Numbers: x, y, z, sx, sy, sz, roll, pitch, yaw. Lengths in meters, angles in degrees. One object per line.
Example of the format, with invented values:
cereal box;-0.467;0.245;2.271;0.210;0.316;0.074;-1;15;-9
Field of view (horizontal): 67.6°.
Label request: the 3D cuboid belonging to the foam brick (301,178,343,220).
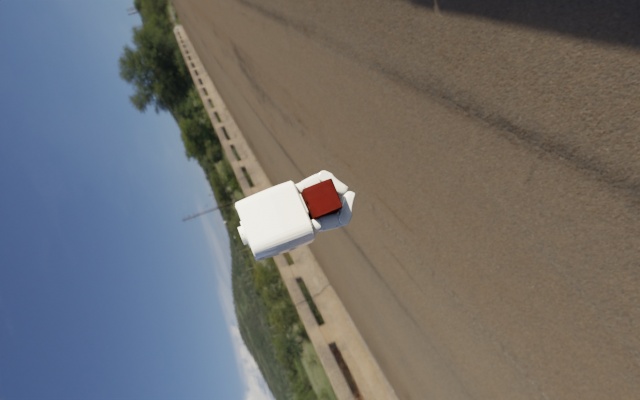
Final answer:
foam brick;0.000;0.002;0.805;0.051;0.053;0.078;-21;-8;-10
